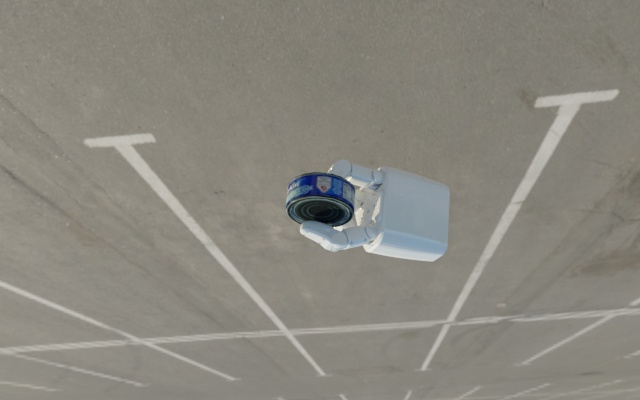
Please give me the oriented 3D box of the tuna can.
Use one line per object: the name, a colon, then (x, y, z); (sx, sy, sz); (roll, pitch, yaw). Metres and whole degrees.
tuna can: (0.000, 0.002, 0.590); (0.086, 0.033, 0.086); (3, -30, 2)
